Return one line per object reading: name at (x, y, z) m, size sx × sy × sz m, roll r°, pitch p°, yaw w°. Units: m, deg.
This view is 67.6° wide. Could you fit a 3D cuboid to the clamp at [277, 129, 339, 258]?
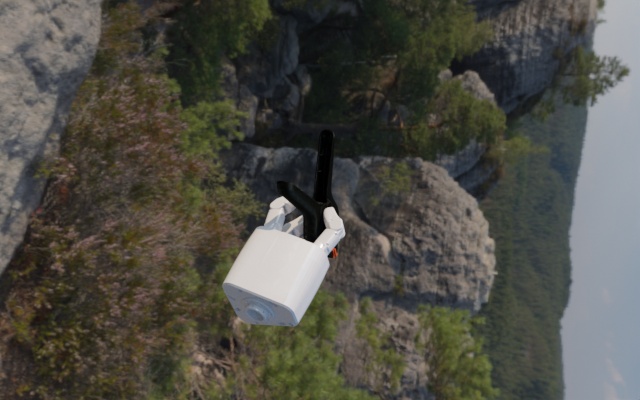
clamp at (0.001, 0.003, 0.762) m, size 0.036 × 0.210 × 0.164 m, roll 7°, pitch 45°, yaw 26°
